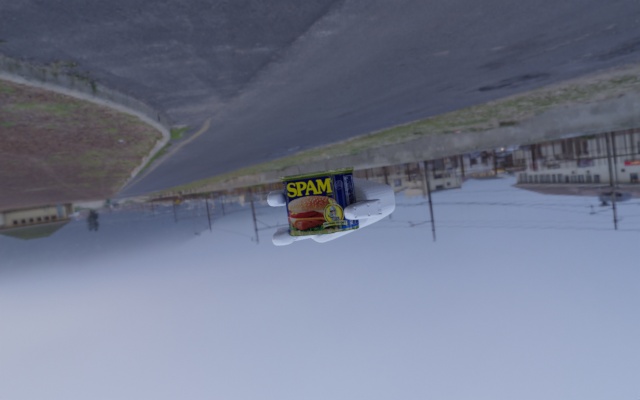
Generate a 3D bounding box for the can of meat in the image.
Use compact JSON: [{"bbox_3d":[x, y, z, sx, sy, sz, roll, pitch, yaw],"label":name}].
[{"bbox_3d":[0.000,0.002,0.653,0.102,0.084,0.057,-6,4,29],"label":"can of meat"}]
